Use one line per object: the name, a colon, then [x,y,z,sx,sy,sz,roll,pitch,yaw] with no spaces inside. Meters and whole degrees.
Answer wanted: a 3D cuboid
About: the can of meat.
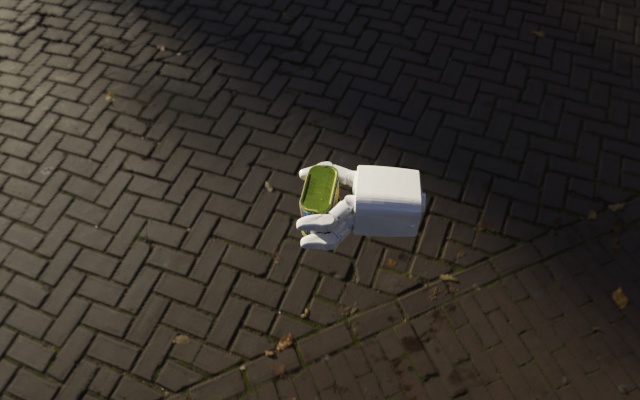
can of meat: [0.000,0.002,0.798,0.057,0.102,0.084,8,-33,8]
